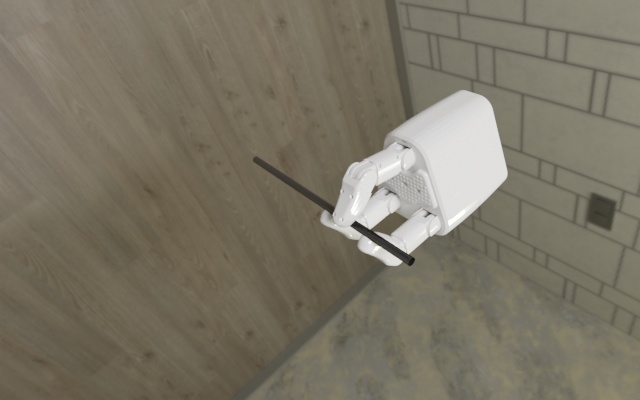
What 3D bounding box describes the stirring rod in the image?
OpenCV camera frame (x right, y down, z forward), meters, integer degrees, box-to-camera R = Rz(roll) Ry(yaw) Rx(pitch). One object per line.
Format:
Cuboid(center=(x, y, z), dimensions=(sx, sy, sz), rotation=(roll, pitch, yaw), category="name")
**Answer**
Cuboid(center=(0.000, 0.001, 0.473), dimensions=(0.011, 0.011, 0.239), rotation=(0, 24, -43), category="stirring rod")
